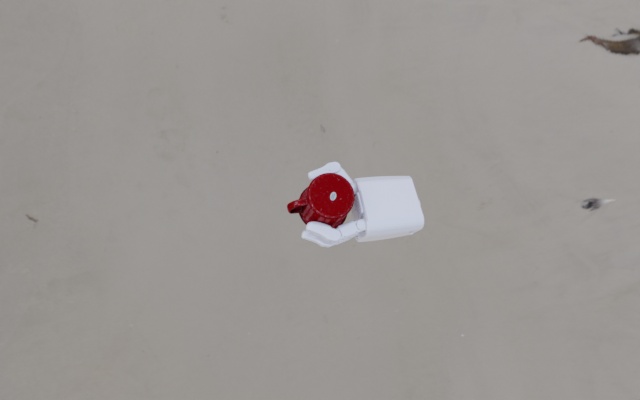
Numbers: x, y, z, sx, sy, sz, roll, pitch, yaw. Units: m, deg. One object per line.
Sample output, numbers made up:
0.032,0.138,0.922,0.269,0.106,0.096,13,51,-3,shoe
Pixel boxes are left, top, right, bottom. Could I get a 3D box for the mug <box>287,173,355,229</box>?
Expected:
-0.001,0.003,0.824,0.117,0.093,0.081,-6,-14,-12,mug
